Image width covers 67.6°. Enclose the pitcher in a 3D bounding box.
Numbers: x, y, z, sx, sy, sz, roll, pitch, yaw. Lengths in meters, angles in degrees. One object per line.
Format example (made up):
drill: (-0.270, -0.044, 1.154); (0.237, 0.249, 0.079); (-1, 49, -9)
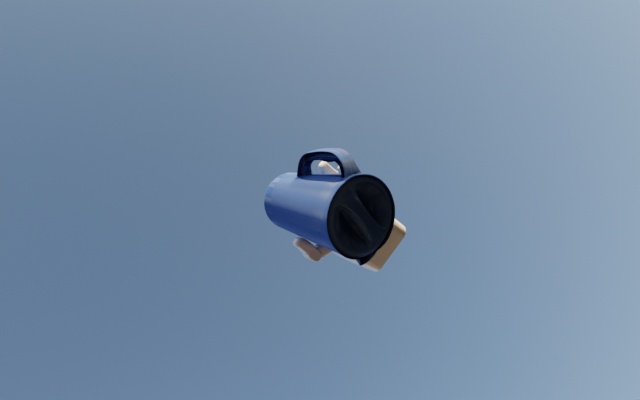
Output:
pitcher: (0.000, 0.003, 0.820); (0.145, 0.149, 0.243); (31, -11, -33)
